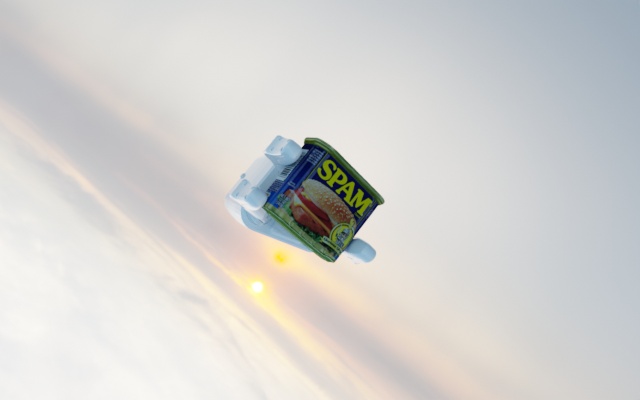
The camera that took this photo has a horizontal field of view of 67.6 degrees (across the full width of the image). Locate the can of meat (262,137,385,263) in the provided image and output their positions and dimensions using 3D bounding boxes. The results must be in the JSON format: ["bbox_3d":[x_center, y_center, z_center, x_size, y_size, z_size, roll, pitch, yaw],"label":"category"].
[{"bbox_3d":[0.000,0.002,0.477,0.102,0.084,0.057,43,-11,-25],"label":"can of meat"}]
